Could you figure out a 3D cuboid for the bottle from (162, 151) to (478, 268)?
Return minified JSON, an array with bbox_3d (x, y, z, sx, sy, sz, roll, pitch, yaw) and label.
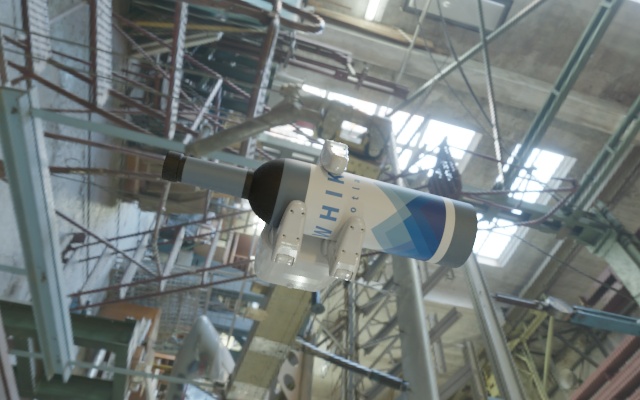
[{"bbox_3d":[0.000,0.002,0.458,0.296,0.069,0.069,14,-2,-9],"label":"bottle"}]
